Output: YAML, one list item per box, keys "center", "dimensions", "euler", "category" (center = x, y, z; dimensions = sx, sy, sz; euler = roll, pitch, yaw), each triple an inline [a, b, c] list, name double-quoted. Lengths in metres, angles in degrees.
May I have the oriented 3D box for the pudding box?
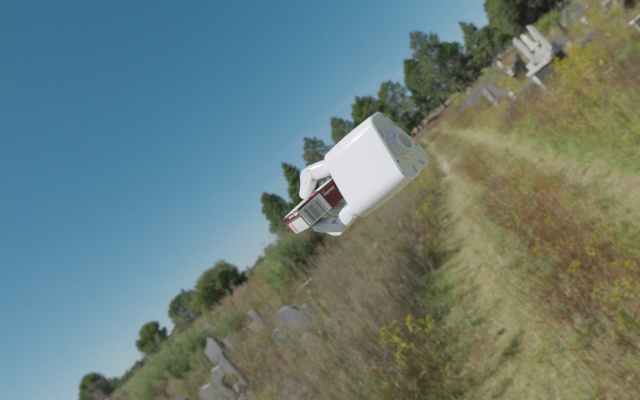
- center: [0.000, 0.002, 0.775]
  dimensions: [0.113, 0.039, 0.090]
  euler: [-39, 1, -22]
  category: "pudding box"
